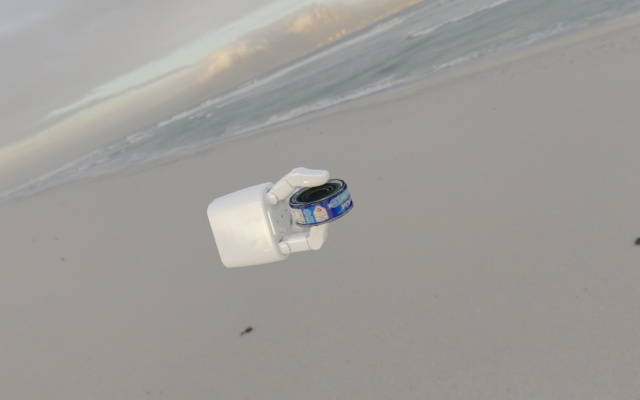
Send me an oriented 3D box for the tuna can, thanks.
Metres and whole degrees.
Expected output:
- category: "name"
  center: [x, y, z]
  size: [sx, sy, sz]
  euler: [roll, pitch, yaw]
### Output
- category: "tuna can"
  center: [0.000, 0.002, 0.658]
  size: [0.086, 0.034, 0.086]
  euler: [-17, 19, 6]
